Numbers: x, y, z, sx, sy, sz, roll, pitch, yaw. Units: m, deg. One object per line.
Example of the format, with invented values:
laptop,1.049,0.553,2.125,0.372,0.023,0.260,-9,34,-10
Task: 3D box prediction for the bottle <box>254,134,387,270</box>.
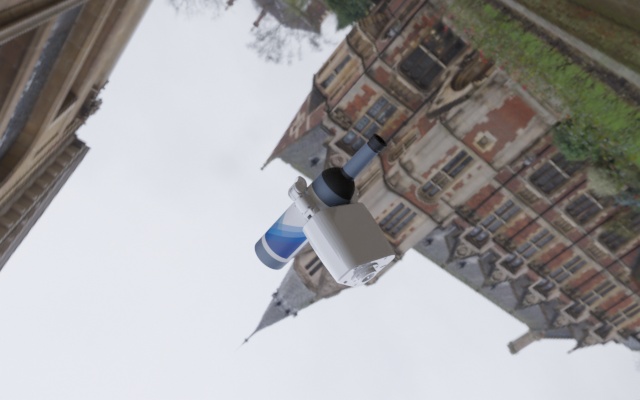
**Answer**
bottle,0.000,0.003,0.795,0.296,0.069,0.069,-46,-24,26
